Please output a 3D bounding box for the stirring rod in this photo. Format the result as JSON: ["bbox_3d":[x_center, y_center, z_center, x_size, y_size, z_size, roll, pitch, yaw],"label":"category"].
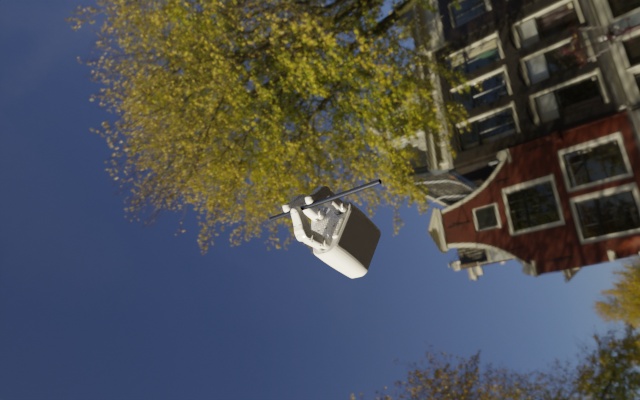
[{"bbox_3d":[0.000,0.003,0.802,0.239,0.011,0.011,-19,-12,37],"label":"stirring rod"}]
